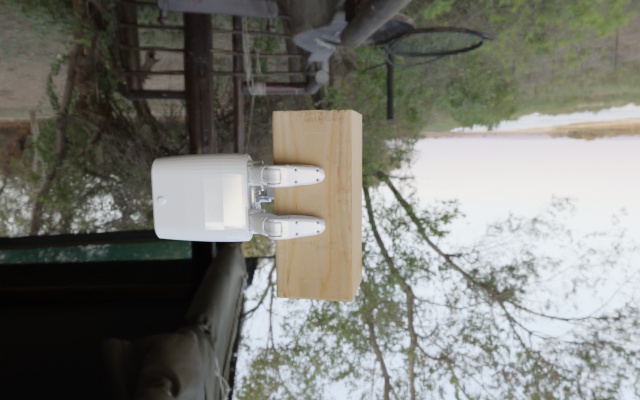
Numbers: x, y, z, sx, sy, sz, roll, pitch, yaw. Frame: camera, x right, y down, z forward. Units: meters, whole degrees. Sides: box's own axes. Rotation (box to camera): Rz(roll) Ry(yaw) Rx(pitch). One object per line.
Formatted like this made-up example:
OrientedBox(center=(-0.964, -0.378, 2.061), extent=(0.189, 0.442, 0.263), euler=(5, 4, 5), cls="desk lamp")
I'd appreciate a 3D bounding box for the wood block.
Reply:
OrientedBox(center=(0.000, 0.002, 0.556), extent=(0.090, 0.206, 0.091), euler=(1, 8, 11), cls="wood block")
